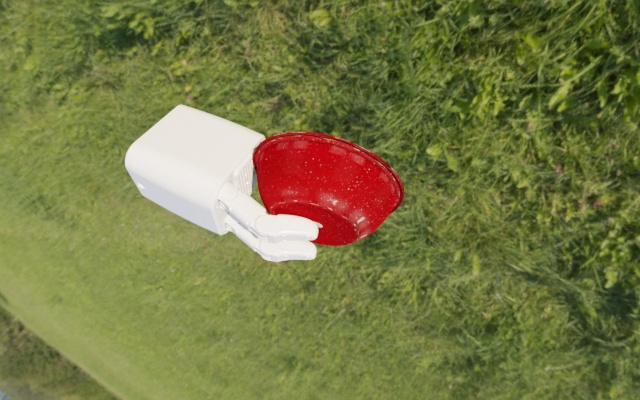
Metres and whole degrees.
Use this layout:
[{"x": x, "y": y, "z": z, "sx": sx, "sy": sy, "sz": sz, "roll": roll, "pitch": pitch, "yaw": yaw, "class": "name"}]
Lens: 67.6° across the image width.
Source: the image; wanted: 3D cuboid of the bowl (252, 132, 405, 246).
[{"x": 0.001, "y": 0.002, "z": 0.482, "sx": 0.162, "sy": 0.055, "sz": 0.162, "roll": 13, "pitch": -27, "yaw": 7, "class": "bowl"}]
